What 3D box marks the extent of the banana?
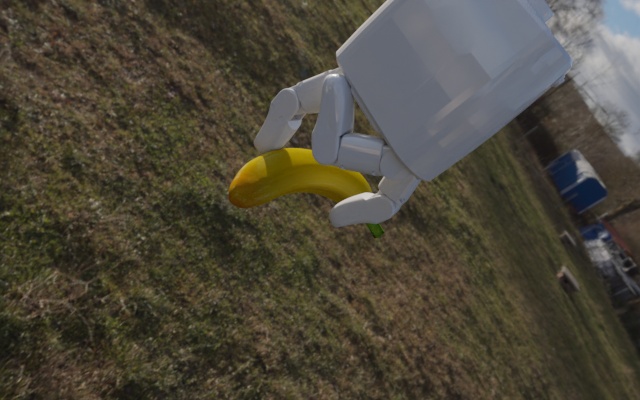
[{"bbox_3d":[-0.004,-0.013,0.412,0.037,0.069,0.198,-39,-32,27],"label":"banana"}]
